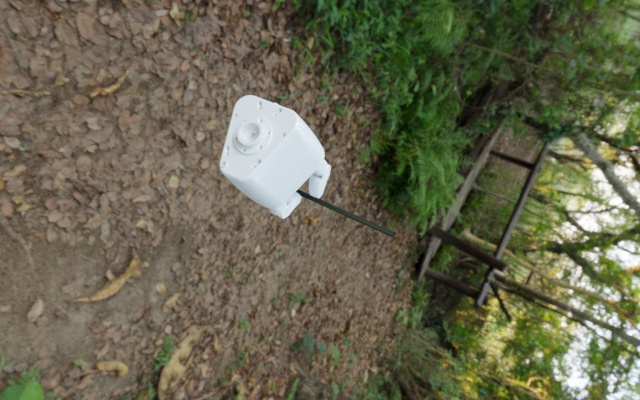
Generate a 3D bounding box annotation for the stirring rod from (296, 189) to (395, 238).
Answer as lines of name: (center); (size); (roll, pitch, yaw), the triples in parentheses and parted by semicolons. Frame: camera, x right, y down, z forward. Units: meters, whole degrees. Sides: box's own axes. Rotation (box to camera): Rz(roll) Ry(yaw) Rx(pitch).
stirring rod: (0.000, 0.002, 0.709); (0.239, 0.011, 0.011); (24, 9, 22)
